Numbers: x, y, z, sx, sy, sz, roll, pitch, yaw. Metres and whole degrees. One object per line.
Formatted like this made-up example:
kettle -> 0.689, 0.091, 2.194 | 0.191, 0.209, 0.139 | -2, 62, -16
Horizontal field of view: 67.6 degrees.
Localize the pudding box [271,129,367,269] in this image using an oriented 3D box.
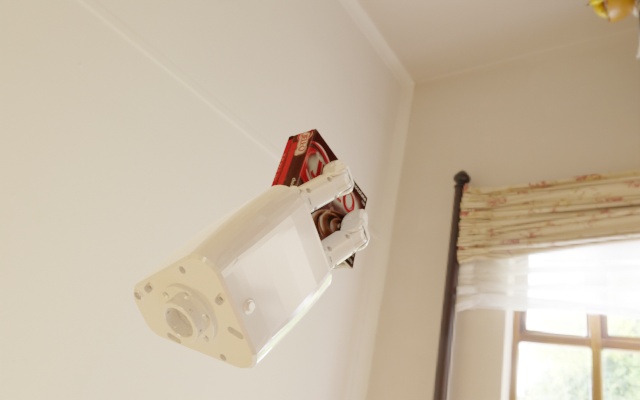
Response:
pudding box -> 0.000, 0.002, 0.466 | 0.039, 0.090, 0.113 | -8, -41, 31
